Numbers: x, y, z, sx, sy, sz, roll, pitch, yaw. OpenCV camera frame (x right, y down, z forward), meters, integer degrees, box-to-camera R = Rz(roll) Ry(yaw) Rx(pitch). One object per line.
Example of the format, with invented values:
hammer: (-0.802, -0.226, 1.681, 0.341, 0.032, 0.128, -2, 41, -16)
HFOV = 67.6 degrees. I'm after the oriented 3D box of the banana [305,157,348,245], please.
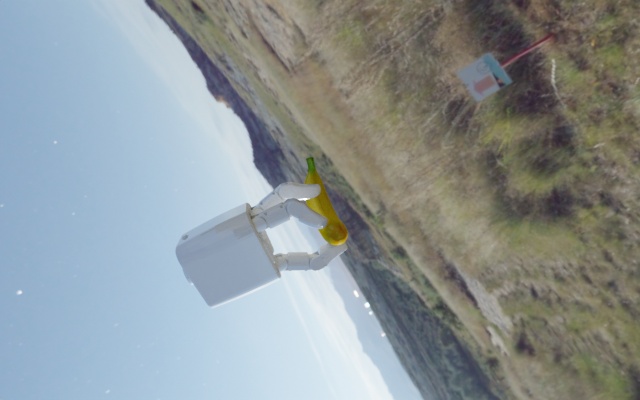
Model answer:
banana: (0.004, 0.014, 0.700, 0.037, 0.070, 0.197, -20, 38, -4)
